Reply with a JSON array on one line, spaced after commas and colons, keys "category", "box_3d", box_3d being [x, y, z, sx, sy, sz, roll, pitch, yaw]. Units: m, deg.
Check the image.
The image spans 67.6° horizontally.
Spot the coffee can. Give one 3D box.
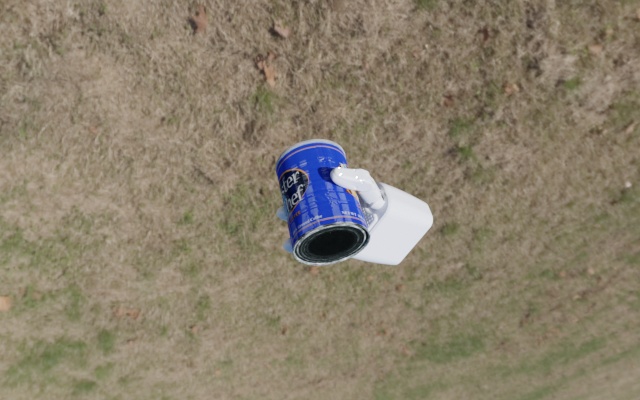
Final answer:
[{"category": "coffee can", "box_3d": [0.000, 0.002, 0.648, 0.103, 0.140, 0.103, -10, -34, -7]}]
